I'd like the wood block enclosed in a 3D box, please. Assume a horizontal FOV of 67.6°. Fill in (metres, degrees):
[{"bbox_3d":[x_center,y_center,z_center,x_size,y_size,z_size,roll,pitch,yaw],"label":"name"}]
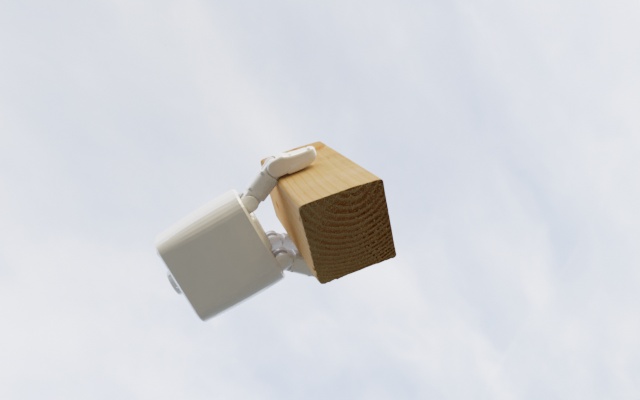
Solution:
[{"bbox_3d":[0.000,0.002,0.563,0.090,0.091,0.206,-19,22,-11],"label":"wood block"}]
